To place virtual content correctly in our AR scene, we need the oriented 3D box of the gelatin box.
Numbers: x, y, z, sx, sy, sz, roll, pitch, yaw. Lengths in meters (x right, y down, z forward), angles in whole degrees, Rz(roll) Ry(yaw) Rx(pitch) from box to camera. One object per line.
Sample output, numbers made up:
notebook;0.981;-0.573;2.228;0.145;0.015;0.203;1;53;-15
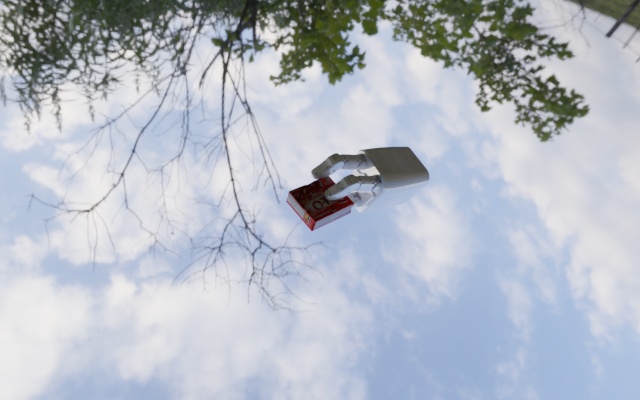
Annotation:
gelatin box;0.000;0.003;0.795;0.089;0.073;0.030;-24;-30;-33
